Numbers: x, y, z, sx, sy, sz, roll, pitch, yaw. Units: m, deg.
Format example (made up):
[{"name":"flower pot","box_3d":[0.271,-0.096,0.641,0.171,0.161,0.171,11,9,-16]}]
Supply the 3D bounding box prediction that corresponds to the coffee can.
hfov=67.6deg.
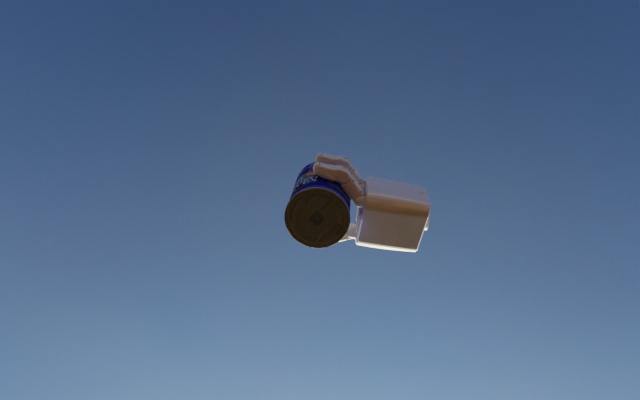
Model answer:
[{"name":"coffee can","box_3d":[0.000,0.003,0.801,0.103,0.103,0.140,0,22,5]}]
